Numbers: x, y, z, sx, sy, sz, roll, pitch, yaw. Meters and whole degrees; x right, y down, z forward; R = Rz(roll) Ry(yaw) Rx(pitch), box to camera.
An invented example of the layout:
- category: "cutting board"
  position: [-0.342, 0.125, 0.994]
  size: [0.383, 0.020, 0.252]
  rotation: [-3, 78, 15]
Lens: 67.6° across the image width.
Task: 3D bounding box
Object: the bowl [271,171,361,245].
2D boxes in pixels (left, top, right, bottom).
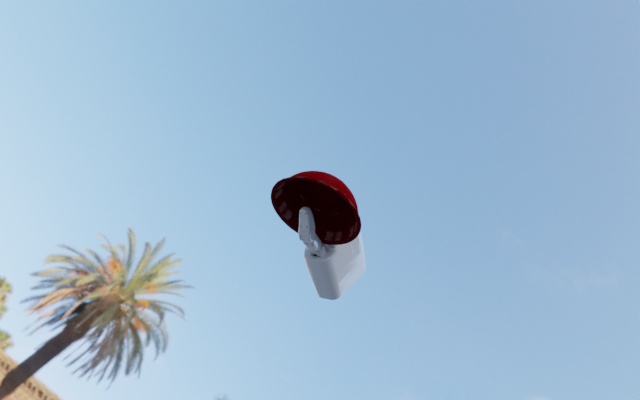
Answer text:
- category: "bowl"
  position: [0.000, 0.001, 0.800]
  size: [0.162, 0.055, 0.162]
  rotation: [18, -37, 14]
